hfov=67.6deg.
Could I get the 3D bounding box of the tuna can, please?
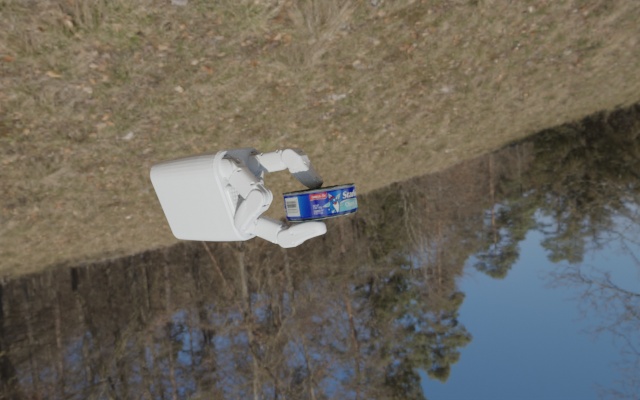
[{"bbox_3d":[0.000,0.002,0.560,0.086,0.034,0.086,-8,3,0],"label":"tuna can"}]
